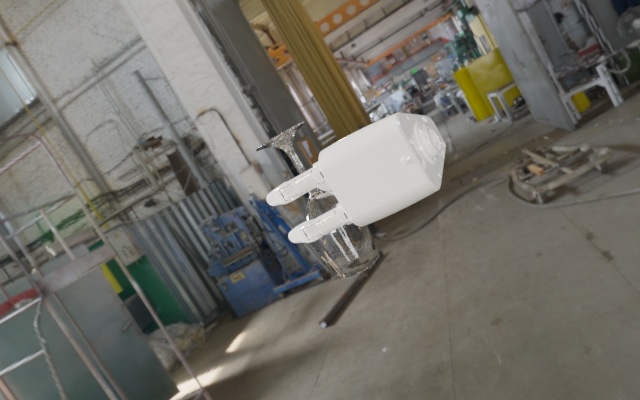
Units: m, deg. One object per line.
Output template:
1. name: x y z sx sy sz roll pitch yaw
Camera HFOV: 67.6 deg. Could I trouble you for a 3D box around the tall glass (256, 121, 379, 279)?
1. tall glass: 0.000 0.001 0.619 0.079 0.201 0.079 -30 7 4
